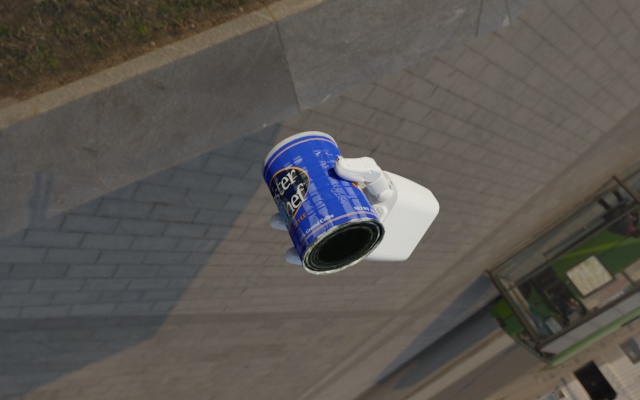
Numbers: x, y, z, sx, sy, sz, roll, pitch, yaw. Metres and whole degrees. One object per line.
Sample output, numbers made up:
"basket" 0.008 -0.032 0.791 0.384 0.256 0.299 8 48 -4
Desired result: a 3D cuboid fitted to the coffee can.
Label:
"coffee can" 0.000 0.002 0.571 0.103 0.140 0.103 -19 -33 -13
